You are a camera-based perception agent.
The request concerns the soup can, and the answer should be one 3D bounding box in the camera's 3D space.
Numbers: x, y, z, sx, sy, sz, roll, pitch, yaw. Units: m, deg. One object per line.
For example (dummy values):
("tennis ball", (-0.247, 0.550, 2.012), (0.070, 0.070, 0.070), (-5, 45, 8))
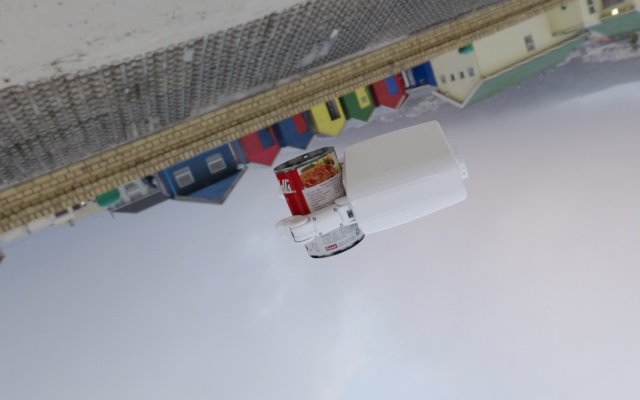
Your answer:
("soup can", (0.000, 0.002, 0.508), (0.068, 0.102, 0.068), (-20, 12, 5))
